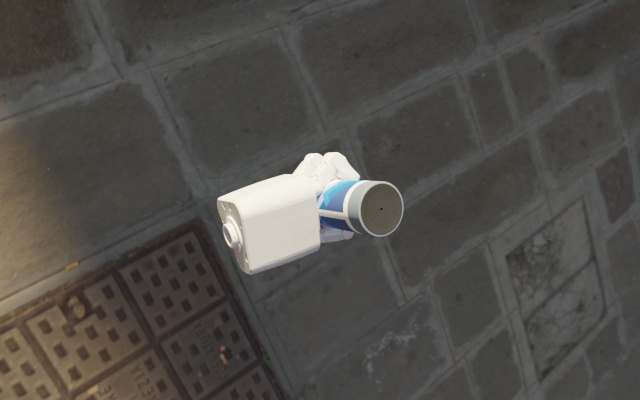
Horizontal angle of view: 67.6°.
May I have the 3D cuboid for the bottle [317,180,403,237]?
[{"bbox_3d":[0.000,0.002,0.692,0.069,0.069,0.295,0,3,-30],"label":"bottle"}]
